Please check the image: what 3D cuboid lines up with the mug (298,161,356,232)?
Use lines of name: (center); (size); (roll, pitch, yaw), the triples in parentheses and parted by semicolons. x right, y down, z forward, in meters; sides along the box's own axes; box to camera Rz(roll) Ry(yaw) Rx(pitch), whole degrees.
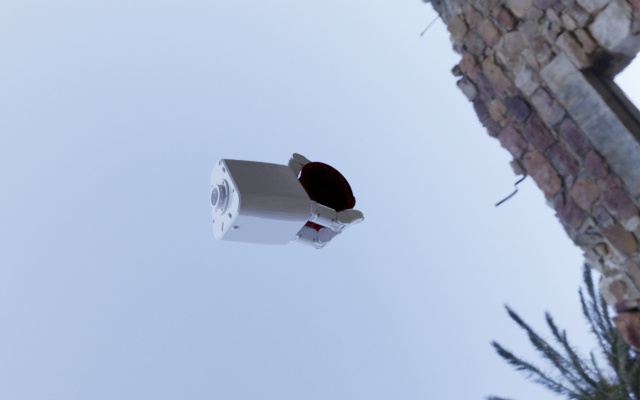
mug: (0.001, 0.003, 0.739); (0.117, 0.093, 0.081); (7, -38, -34)
